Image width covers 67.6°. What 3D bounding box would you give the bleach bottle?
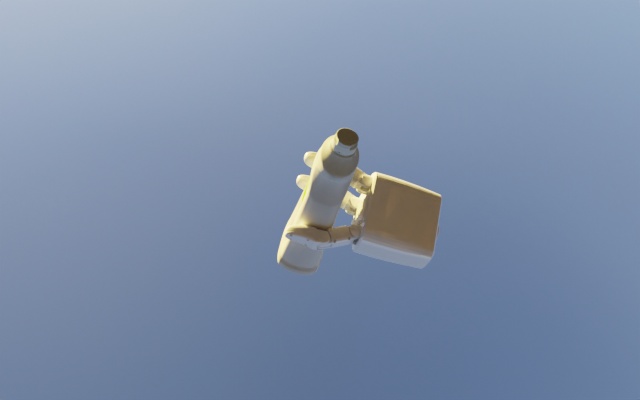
[{"bbox_3d":[0.000,0.002,0.661,0.068,0.102,0.251,17,-38,-5],"label":"bleach bottle"}]
